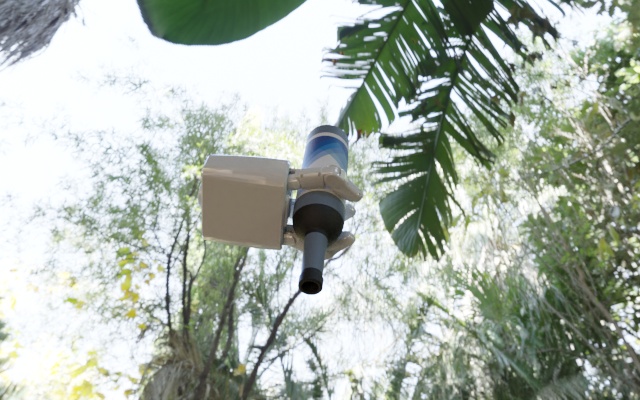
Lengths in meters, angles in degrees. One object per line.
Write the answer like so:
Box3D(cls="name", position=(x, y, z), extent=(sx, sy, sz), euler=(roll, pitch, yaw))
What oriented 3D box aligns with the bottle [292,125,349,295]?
Box3D(cls="bottle", position=(0.000, 0.002, 0.627), extent=(0.069, 0.069, 0.295), euler=(0, 38, 6))
